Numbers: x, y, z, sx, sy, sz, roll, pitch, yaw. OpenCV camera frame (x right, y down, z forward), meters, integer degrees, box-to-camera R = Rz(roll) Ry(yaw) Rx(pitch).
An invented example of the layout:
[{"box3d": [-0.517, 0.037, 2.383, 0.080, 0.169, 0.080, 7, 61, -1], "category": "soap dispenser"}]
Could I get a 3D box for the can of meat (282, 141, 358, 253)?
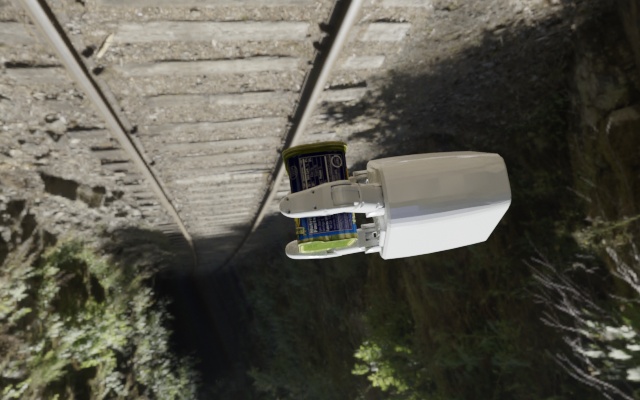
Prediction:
[{"box3d": [0.000, 0.002, 0.439, 0.057, 0.084, 0.102, -8, -10, -3], "category": "can of meat"}]
